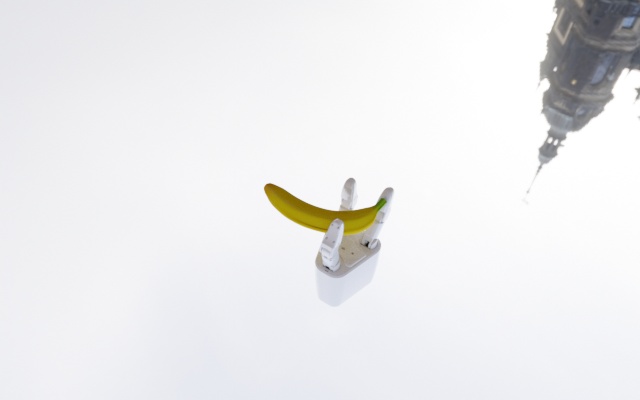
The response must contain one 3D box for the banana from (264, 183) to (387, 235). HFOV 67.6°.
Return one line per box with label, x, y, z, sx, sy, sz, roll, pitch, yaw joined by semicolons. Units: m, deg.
banana;-0.001;0.017;0.743;0.198;0.069;0.037;9;-37;8
